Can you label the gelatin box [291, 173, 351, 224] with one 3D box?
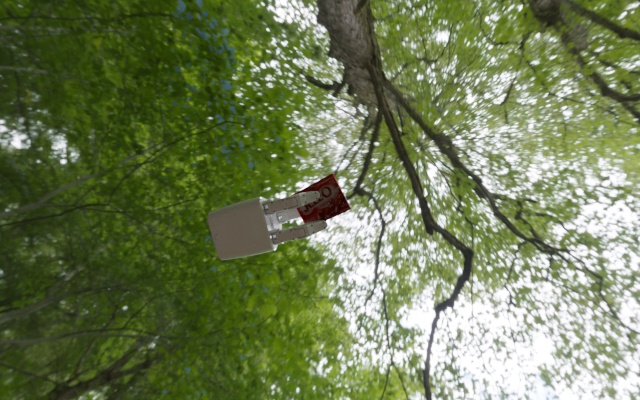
[{"bbox_3d":[0.000,0.003,0.866,0.089,0.073,0.030,-27,2,5],"label":"gelatin box"}]
